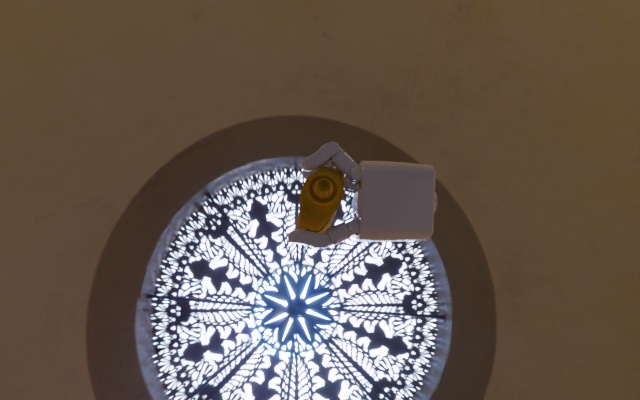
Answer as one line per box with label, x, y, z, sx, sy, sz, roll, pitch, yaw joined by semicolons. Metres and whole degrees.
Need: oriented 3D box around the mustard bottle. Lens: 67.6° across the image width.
mustard bottle;0.000;0.002;0.705;0.058;0.096;0.192;25;-13;2
